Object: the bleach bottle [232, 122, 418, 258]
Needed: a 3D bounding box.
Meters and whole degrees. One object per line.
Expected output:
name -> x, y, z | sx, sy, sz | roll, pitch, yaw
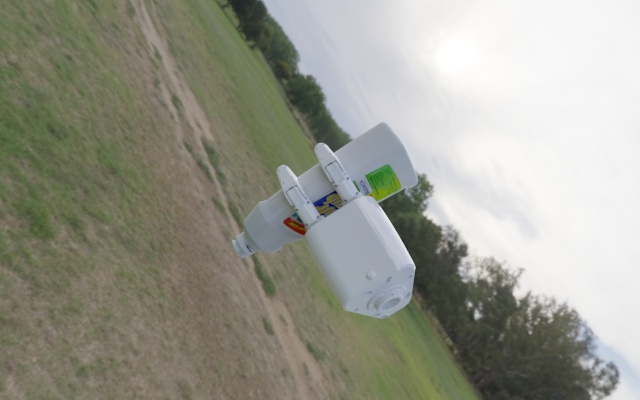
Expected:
bleach bottle -> 0.000, 0.002, 0.630 | 0.251, 0.068, 0.103 | -32, -38, 3
